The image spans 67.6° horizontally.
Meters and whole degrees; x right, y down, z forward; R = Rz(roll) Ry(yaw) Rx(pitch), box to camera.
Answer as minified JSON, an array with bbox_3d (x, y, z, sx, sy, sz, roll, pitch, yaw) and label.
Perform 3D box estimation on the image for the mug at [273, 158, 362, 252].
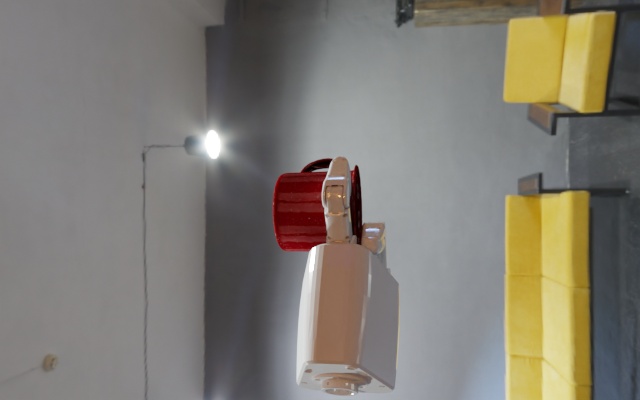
[{"bbox_3d":[0.000,0.000,0.498,0.081,0.117,0.093,-1,-36,9],"label":"mug"}]
